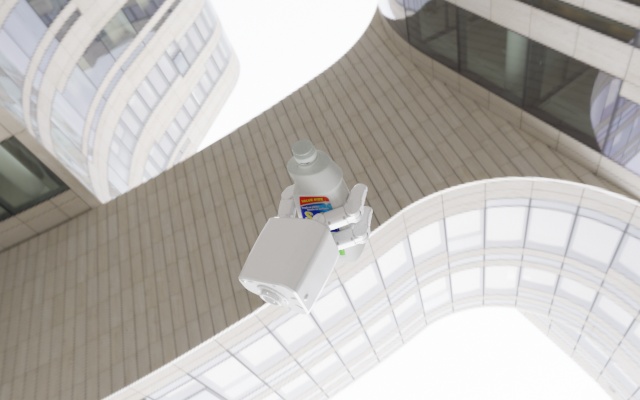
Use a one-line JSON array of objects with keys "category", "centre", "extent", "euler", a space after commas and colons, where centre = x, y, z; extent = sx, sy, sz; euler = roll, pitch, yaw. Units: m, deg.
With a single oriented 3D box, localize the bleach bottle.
[{"category": "bleach bottle", "centre": [0.000, 0.002, 0.728], "extent": [0.102, 0.068, 0.251], "euler": [12, -32, 26]}]
